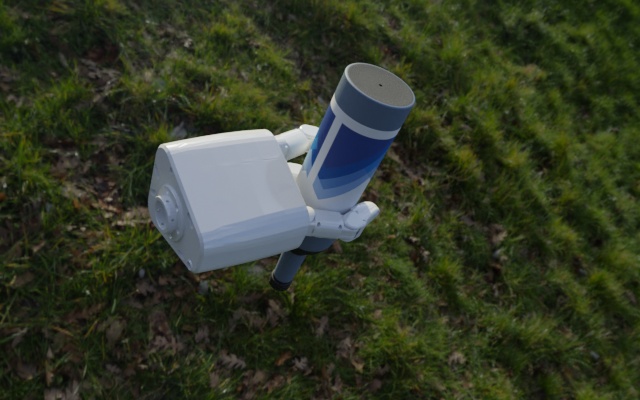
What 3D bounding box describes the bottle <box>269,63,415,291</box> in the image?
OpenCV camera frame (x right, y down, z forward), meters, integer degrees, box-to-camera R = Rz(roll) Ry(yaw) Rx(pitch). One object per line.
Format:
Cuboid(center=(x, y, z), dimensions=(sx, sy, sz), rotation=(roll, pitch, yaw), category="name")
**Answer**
Cuboid(center=(0.000, 0.001, 0.502), dimensions=(0.069, 0.069, 0.296), rotation=(0, -43, -29), category="bottle")
